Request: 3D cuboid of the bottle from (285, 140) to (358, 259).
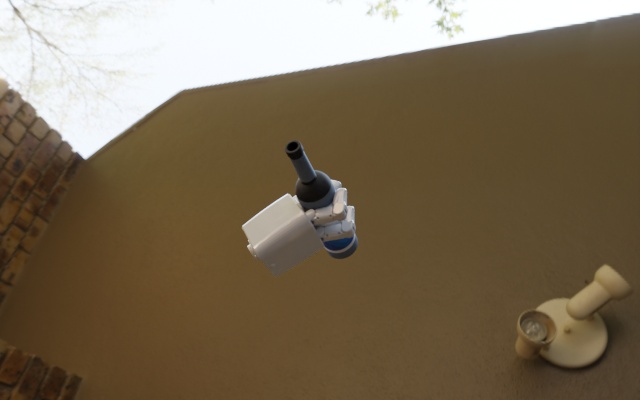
[{"bbox_3d":[0.000,0.003,0.851,0.069,0.069,0.296,0,-36,21],"label":"bottle"}]
